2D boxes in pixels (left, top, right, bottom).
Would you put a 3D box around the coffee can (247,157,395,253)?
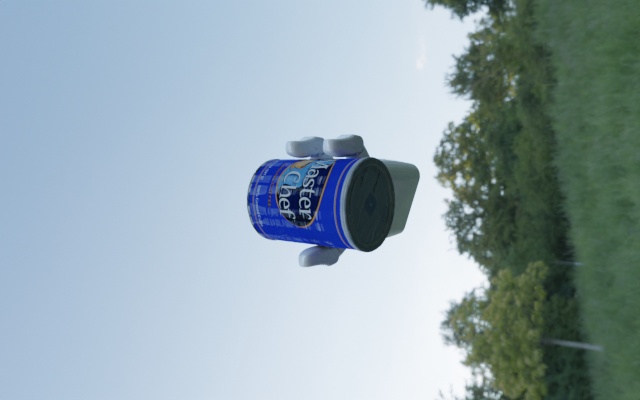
[{"bbox_3d":[0.000,0.002,0.553,0.140,0.103,0.103,3,2,37],"label":"coffee can"}]
